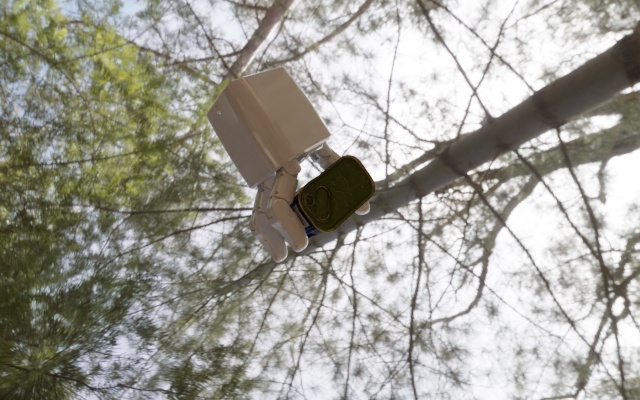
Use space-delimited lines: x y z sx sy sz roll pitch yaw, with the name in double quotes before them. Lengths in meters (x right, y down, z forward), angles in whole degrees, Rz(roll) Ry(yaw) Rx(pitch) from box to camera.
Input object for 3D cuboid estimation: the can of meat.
"can of meat" 0.000 0.002 0.555 0.102 0.057 0.084 -40 6 -34
